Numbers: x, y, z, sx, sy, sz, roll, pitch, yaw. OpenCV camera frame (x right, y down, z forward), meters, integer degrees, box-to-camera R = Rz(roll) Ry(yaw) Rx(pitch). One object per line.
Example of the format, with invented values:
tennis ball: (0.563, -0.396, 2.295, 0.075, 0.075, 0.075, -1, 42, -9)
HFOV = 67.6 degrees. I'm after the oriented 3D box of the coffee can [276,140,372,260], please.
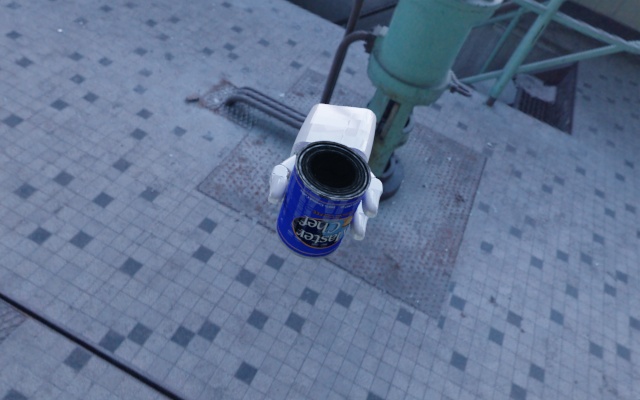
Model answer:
coffee can: (0.000, 0.002, 0.664, 0.103, 0.102, 0.140, 0, -38, -18)
